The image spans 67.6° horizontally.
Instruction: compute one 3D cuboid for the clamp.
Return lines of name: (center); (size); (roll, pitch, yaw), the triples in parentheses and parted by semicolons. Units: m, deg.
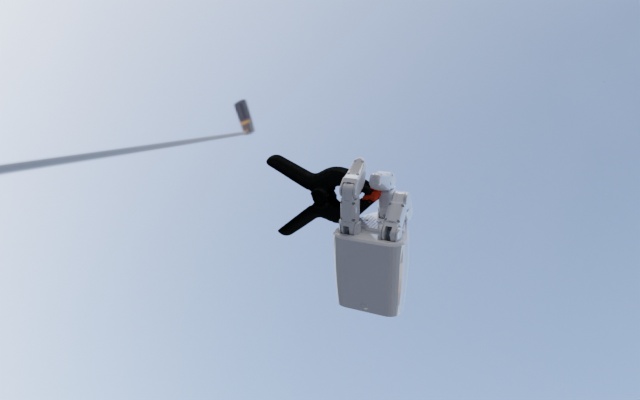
clamp: (0.001, 0.002, 0.668); (0.171, 0.120, 0.039); (10, 27, 28)
